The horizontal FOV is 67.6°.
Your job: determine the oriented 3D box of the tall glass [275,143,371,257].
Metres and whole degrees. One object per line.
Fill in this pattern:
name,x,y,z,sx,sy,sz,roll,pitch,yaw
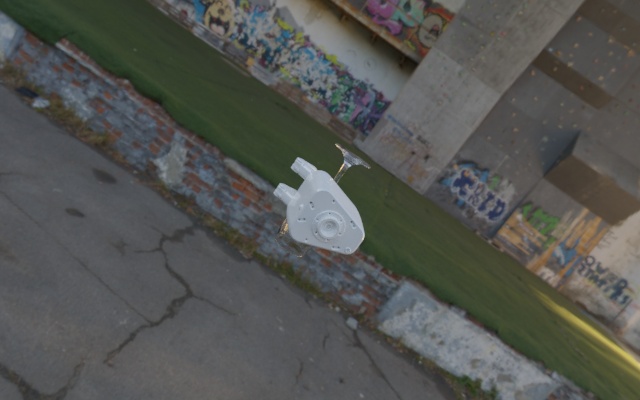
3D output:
tall glass,0.001,0.002,0.836,0.079,0.201,0.079,33,12,-8
